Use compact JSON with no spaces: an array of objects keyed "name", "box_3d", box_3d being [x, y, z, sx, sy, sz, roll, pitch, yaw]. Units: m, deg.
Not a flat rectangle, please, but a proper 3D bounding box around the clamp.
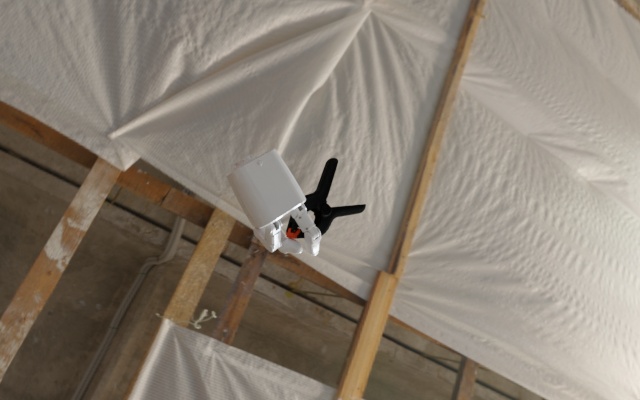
[{"name":"clamp","box_3d":[0.000,0.003,0.869,0.171,0.120,0.039,-33,8,-31]}]
